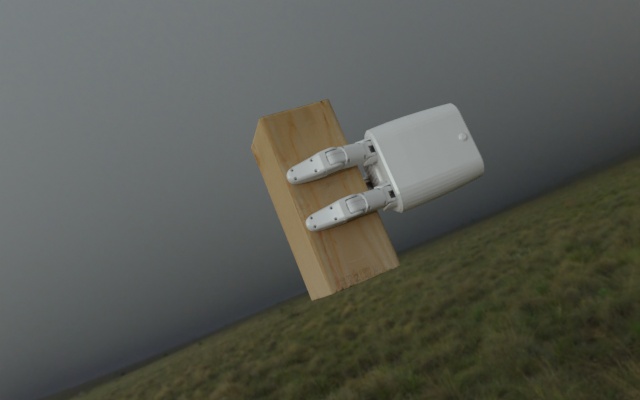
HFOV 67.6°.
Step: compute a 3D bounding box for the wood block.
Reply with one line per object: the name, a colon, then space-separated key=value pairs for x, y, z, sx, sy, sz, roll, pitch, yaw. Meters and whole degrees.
wood block: x=0.000 y=0.002 z=0.560 sx=0.090 sy=0.206 sz=0.091 roll=-19 pitch=-10 yaw=-18
